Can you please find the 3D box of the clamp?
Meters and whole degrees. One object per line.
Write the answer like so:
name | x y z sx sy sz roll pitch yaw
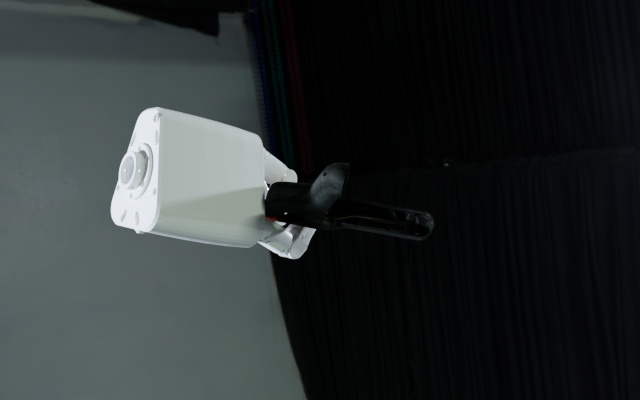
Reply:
clamp | 0.000 0.001 0.417 0.171 0.039 0.120 -1 -28 41
